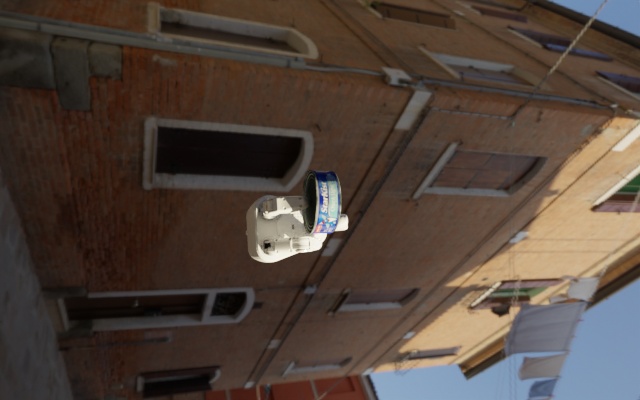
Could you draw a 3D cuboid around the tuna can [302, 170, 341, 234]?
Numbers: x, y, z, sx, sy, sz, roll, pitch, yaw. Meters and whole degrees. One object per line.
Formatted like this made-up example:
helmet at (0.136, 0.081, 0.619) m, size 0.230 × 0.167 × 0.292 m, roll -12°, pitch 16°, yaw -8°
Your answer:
tuna can at (0.001, 0.002, 0.641) m, size 0.034 × 0.086 × 0.086 m, roll 1°, pitch 0°, yaw -15°
